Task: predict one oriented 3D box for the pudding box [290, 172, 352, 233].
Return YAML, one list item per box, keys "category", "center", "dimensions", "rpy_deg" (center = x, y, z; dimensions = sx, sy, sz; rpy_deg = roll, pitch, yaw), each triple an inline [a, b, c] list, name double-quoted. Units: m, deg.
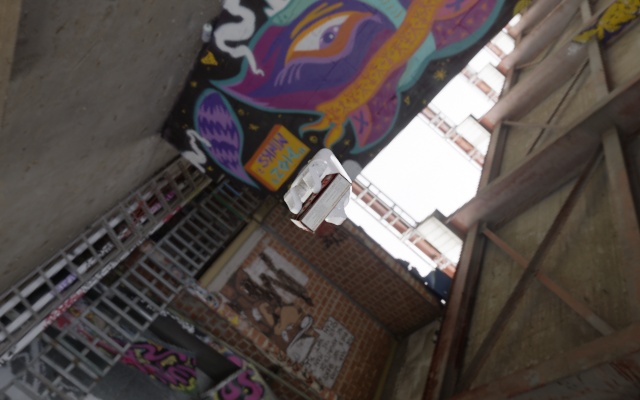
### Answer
- category: "pudding box"
  center: [0.000, 0.003, 0.856]
  dimensions: [0.039, 0.113, 0.090]
  rpy_deg: [38, -8, -10]
